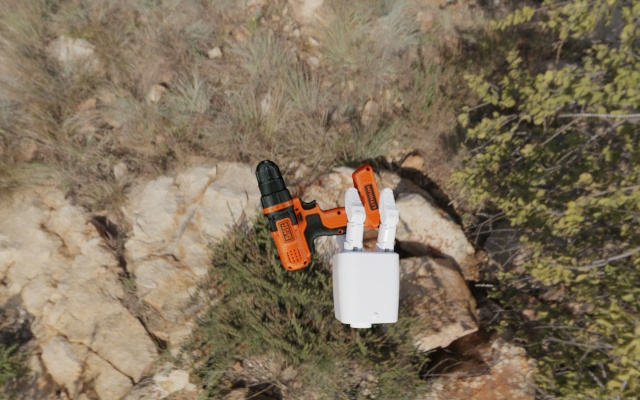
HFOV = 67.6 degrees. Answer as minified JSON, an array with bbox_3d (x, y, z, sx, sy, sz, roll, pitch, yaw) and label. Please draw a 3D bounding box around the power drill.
[{"bbox_3d":[0.001,0.003,0.779,0.187,0.184,0.057,-17,5,-2],"label":"power drill"}]
